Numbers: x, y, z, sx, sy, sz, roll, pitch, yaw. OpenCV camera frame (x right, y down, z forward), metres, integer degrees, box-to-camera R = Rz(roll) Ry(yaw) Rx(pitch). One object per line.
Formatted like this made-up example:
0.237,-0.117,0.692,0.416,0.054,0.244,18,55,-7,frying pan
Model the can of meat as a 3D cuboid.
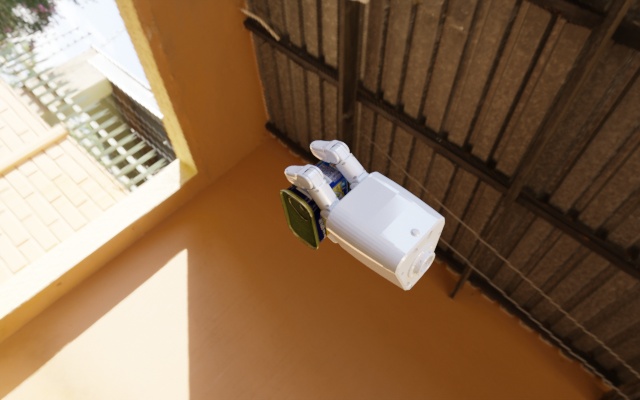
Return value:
0.000,0.002,0.635,0.057,0.102,0.084,35,63,30,can of meat
